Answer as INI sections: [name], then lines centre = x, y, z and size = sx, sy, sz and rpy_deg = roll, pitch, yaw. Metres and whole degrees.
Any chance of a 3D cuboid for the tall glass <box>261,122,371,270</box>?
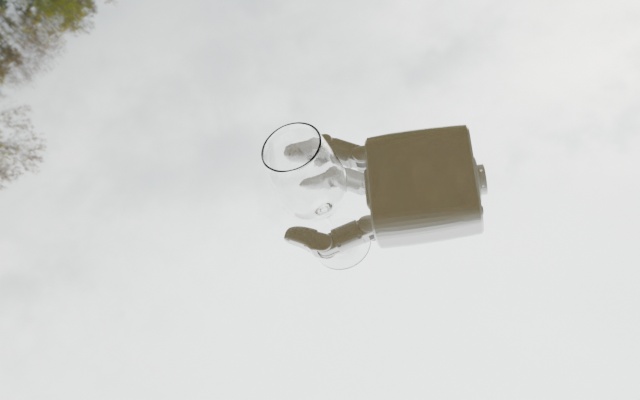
[tall glass]
centre = 0.000, 0.002, 0.535
size = 0.079, 0.079, 0.201
rpy_deg = 0, -33, 20
